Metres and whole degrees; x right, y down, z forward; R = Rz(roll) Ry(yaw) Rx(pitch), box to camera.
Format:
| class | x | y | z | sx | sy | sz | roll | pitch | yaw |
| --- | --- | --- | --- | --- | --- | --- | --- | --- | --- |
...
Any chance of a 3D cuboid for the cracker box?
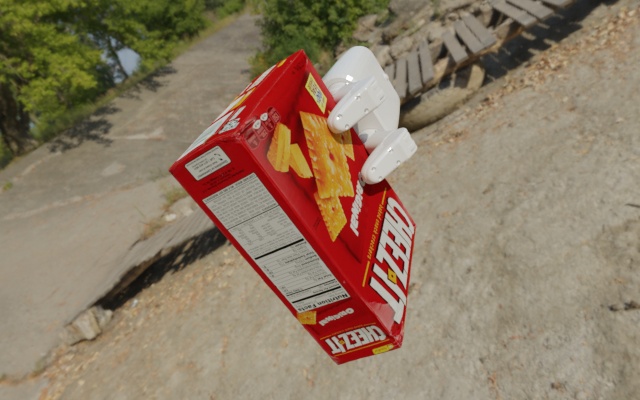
| class | x | y | z | sx | sy | sz | roll | pitch | yaw |
| --- | --- | --- | --- | --- | --- | --- | --- | --- | --- |
| cracker box | 0.000 | 0.001 | 0.405 | 0.072 | 0.214 | 0.164 | -24 | 24 | 29 |
